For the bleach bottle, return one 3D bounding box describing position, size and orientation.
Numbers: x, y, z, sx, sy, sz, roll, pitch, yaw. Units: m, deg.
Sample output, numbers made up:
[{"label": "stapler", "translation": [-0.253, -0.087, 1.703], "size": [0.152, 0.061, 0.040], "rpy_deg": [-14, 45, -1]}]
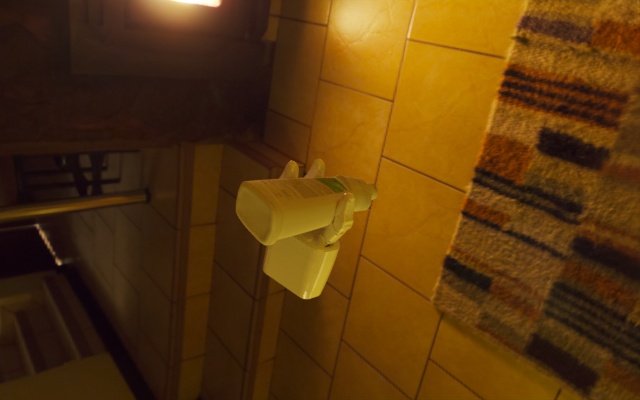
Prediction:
[{"label": "bleach bottle", "translation": [0.000, 0.002, 0.744], "size": [0.251, 0.068, 0.102], "rpy_deg": [-8, 36, -40]}]
